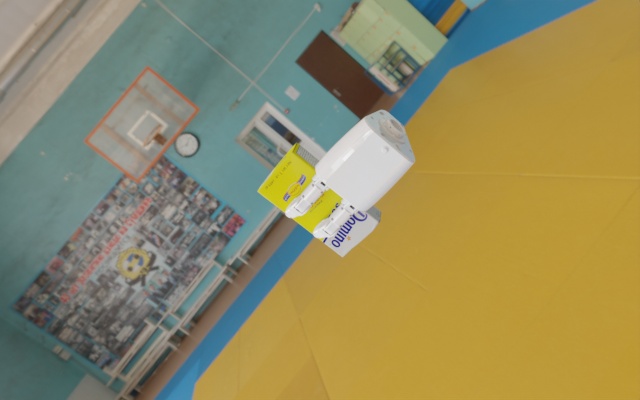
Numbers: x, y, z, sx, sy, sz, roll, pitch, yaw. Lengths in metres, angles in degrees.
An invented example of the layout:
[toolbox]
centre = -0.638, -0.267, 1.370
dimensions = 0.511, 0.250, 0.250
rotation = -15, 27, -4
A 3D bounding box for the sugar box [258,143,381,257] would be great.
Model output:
[sugar box]
centre = 0.000, 0.003, 0.746
dimensions = 0.176, 0.093, 0.048
rotation = 39, 27, -10
